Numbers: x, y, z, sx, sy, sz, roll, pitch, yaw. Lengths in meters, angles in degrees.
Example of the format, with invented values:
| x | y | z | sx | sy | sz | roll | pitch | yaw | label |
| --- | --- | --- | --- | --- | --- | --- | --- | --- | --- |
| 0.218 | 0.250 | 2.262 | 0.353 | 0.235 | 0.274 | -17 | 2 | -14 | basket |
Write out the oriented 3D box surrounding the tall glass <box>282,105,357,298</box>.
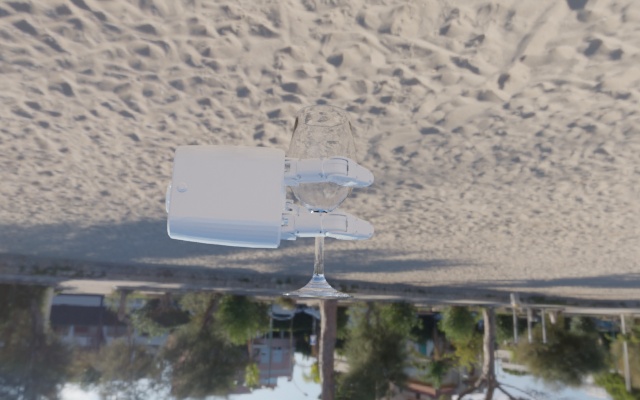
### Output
| x | y | z | sx | sy | sz | roll | pitch | yaw | label |
| --- | --- | --- | --- | --- | --- | --- | --- | --- | --- |
| 0.000 | 0.002 | 0.515 | 0.079 | 0.201 | 0.079 | 2 | -13 | 0 | tall glass |
